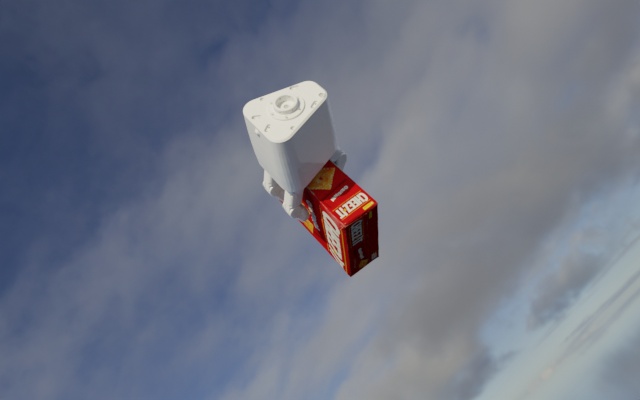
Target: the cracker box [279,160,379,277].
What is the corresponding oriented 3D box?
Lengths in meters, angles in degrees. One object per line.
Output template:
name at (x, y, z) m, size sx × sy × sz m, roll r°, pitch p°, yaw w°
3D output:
cracker box at (0.000, 0.002, 0.783) m, size 0.072 × 0.213 × 0.164 m, roll -35°, pitch -32°, yaw -16°
